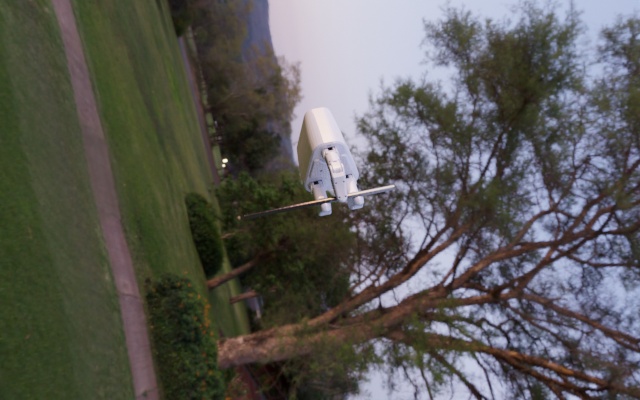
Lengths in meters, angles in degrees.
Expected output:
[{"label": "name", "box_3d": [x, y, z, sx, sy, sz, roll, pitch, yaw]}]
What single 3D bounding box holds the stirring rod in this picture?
[{"label": "stirring rod", "box_3d": [0.000, 0.002, 0.754, 0.239, 0.011, 0.011, -11, 1, -5]}]
